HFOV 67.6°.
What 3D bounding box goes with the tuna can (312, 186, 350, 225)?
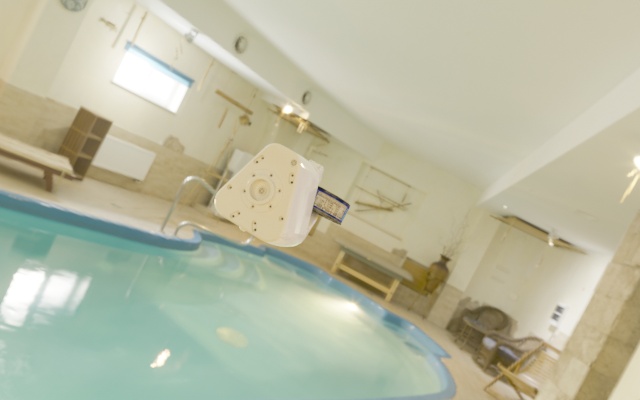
[{"bbox_3d":[0.000,0.002,0.712,0.086,0.034,0.086,28,-4,2],"label":"tuna can"}]
